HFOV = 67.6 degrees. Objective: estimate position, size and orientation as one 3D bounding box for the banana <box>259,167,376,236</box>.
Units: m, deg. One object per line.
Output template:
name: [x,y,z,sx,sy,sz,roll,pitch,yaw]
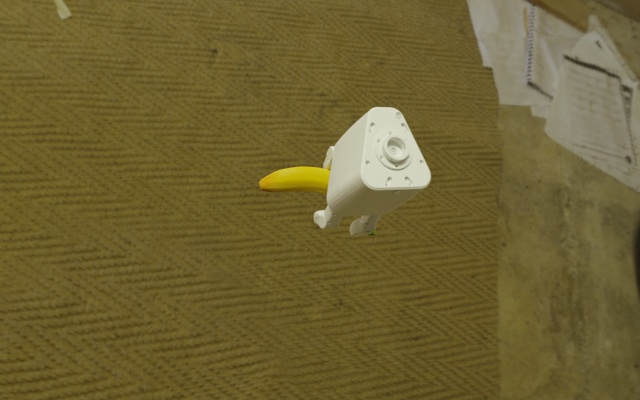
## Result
banana: [0.009,-0.013,0.720,0.198,0.069,0.037,23,-17,-13]
